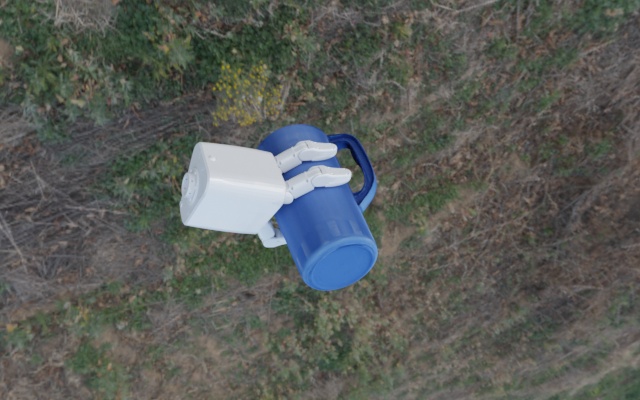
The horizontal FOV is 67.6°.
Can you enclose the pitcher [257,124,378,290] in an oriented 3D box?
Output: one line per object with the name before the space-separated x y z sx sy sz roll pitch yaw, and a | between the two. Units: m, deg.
pitcher | 0.000 0.002 0.703 0.145 0.149 0.242 8 39 -32
